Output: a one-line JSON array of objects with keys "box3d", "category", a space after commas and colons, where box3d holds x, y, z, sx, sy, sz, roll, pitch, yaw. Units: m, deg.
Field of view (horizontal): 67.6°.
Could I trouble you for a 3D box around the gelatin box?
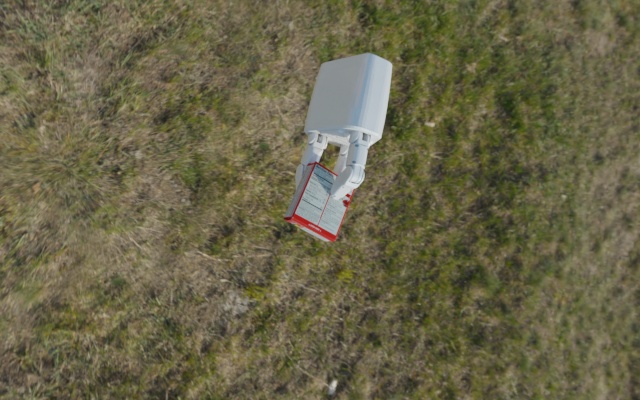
[{"box3d": [0.000, 0.002, 0.657, 0.073, 0.089, 0.030, 30, -19, -24], "category": "gelatin box"}]
